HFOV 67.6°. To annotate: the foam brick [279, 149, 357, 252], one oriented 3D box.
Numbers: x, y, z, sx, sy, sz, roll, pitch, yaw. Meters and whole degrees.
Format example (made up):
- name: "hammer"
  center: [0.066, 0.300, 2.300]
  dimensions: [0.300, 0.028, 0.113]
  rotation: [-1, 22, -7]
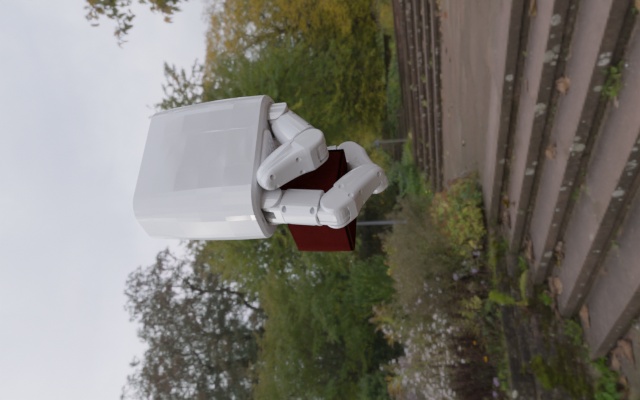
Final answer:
- name: "foam brick"
  center: [0.000, 0.002, 0.413]
  dimensions: [0.051, 0.053, 0.078]
  rotation: [-4, -42, 13]
